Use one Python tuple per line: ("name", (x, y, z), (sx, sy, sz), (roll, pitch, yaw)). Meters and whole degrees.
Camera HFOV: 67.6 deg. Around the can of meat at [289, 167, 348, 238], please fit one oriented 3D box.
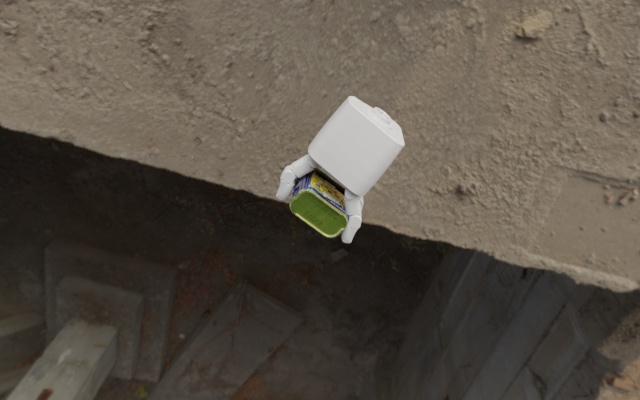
("can of meat", (0.000, 0.003, 0.780), (0.102, 0.057, 0.084), (36, 25, -15))
